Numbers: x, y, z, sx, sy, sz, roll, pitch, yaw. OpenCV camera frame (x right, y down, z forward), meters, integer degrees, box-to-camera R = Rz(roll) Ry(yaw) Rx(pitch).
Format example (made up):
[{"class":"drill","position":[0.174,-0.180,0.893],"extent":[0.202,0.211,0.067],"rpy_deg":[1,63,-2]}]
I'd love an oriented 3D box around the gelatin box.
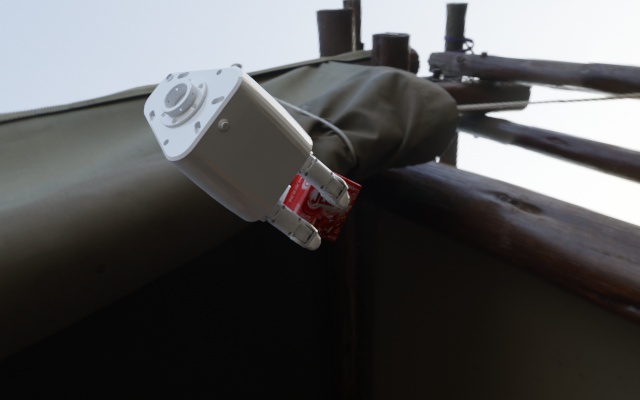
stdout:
[{"class":"gelatin box","position":[0.000,0.002,0.532],"extent":[0.030,0.073,0.089],"rpy_deg":[28,3,36]}]
